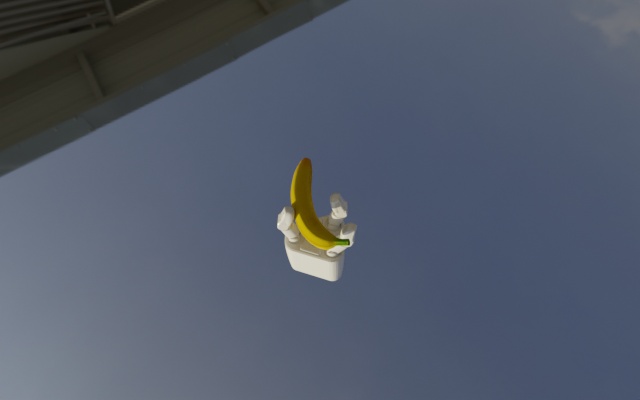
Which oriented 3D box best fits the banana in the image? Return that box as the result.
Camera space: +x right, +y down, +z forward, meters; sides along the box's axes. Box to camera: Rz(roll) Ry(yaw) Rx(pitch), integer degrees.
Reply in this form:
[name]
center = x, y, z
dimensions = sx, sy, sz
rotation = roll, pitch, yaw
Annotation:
[banana]
center = -0.016, 0.013, 0.827
dimensions = 0.069, 0.197, 0.037
rotation = -24, -30, -3
